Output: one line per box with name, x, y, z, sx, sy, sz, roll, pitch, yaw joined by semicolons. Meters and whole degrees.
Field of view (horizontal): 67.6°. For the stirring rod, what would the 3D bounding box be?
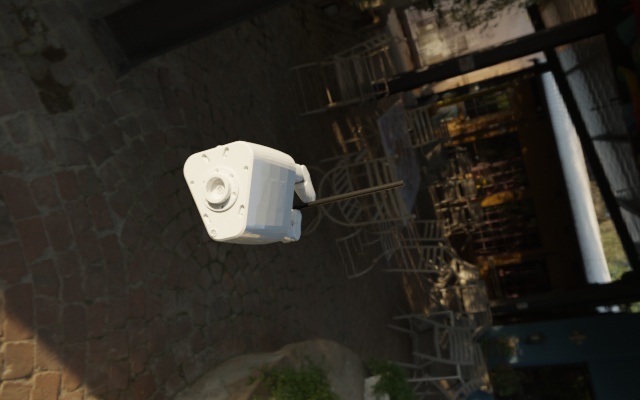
stirring rod;0.000;0.002;0.670;0.239;0.011;0.011;-13;-5;20
